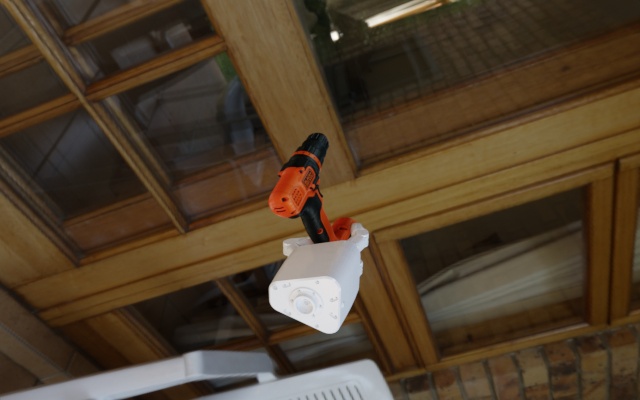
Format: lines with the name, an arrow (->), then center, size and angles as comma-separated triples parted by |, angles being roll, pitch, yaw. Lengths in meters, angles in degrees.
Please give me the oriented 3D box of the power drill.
power drill -> 0.000, 0.003, 0.790 | 0.057, 0.188, 0.184 | -9, 37, 35
